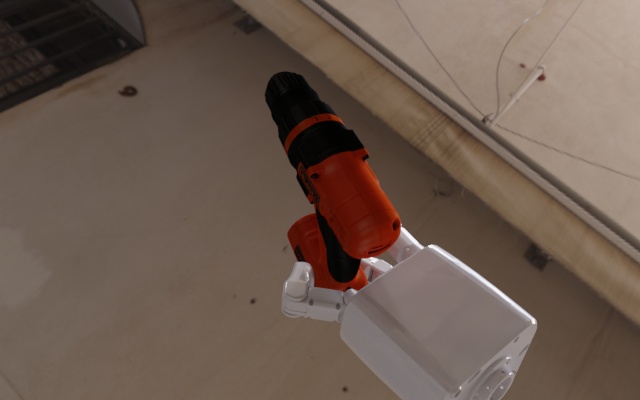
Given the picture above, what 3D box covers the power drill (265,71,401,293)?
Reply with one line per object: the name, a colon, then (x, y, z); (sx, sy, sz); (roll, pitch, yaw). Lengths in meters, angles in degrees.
power drill: (0.000, 0.002, 0.431); (0.057, 0.184, 0.188); (-20, -31, -12)
